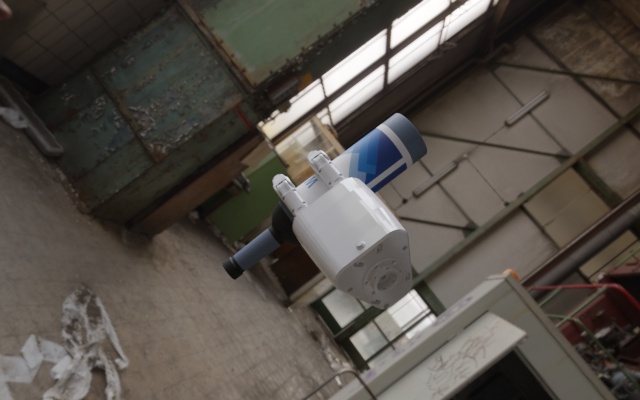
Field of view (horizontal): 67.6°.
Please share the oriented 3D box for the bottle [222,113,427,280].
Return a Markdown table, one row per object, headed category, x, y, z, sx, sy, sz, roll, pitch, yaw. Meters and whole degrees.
| category | x | y | z | sx | sy | sz | roll | pitch | yaw |
| --- | --- | --- | --- | --- | --- | --- | --- | --- | --- |
| bottle | 0.000 | 0.002 | 0.614 | 0.295 | 0.069 | 0.069 | -37 | 1 | -2 |
